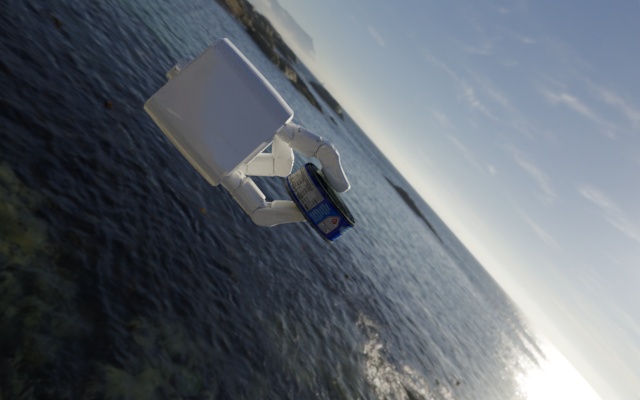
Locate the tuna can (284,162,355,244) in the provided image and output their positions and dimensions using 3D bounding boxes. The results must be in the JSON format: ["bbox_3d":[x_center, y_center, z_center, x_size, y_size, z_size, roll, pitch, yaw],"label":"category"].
[{"bbox_3d":[0.001,0.001,0.509,0.034,0.086,0.086,-36,-6,8],"label":"tuna can"}]
